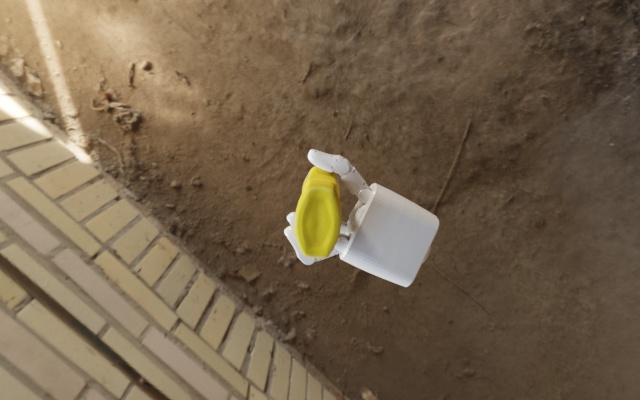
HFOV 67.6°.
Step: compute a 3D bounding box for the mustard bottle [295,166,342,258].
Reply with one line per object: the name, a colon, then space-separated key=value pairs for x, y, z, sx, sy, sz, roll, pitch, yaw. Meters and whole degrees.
mustard bottle: x=0.000 y=0.002 z=0.674 sx=0.058 sy=0.096 sz=0.191 roll=2 pitch=16 yaw=1
